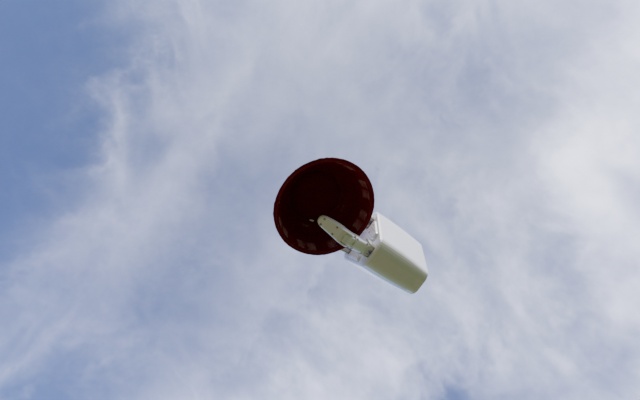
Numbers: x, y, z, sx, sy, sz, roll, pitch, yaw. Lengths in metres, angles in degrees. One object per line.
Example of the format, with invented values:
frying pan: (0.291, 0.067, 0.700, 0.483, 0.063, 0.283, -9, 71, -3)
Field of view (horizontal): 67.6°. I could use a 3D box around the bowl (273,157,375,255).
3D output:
bowl: (-0.001, 0.001, 0.746, 0.162, 0.162, 0.055, 0, 23, -19)
